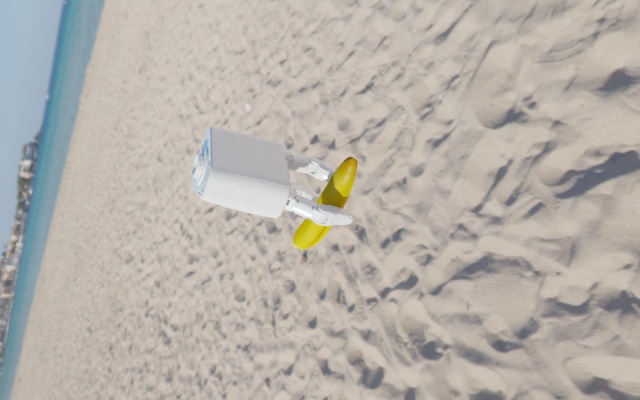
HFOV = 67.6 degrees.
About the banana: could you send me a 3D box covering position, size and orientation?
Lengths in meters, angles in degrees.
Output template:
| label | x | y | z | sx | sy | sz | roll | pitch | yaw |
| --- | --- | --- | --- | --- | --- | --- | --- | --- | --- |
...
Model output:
| label | x | y | z | sx | sy | sz | roll | pitch | yaw |
| --- | --- | --- | --- | --- | --- | --- | --- | --- | --- |
| banana | -0.001 | 0.019 | 0.698 | 0.037 | 0.069 | 0.198 | 16 | -43 | -20 |
